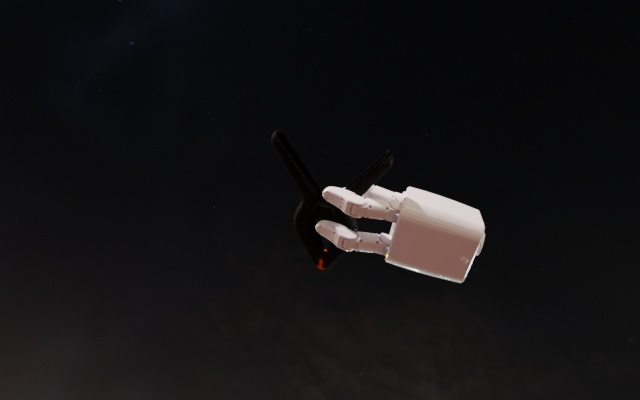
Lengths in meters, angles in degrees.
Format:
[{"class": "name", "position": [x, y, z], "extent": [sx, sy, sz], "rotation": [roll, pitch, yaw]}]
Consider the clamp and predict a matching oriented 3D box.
[{"class": "clamp", "position": [0.001, 0.002, 0.666], "extent": [0.164, 0.210, 0.036], "rotation": [19, 34, 12]}]
